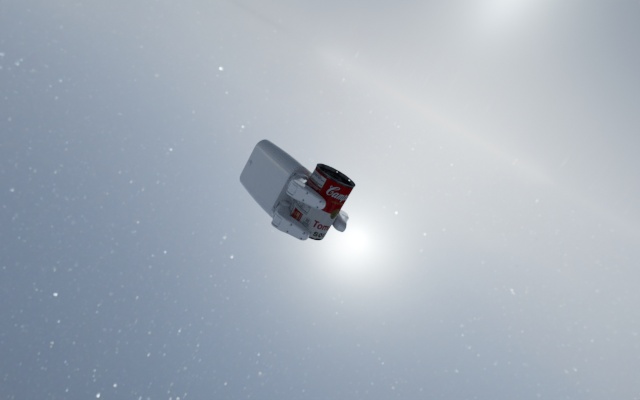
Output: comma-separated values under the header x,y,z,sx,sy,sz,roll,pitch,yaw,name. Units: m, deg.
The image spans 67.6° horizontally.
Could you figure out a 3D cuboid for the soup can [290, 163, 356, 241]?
x,y,z,sx,sy,sz,roll,pitch,yaw,name
0.000,0.003,0.741,0.068,0.102,0.068,28,16,-8,soup can
